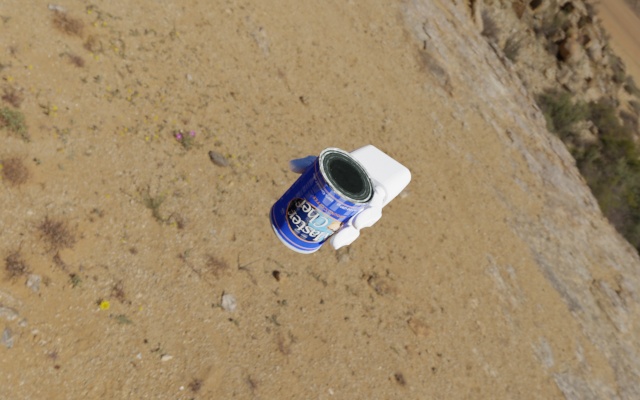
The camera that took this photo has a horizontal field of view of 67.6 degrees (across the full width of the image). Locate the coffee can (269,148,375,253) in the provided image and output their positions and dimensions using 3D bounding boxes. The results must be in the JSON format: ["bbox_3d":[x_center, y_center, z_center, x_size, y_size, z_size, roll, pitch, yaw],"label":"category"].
[{"bbox_3d":[0.000,0.002,0.732,0.103,0.102,0.140,0,-34,-43],"label":"coffee can"}]
